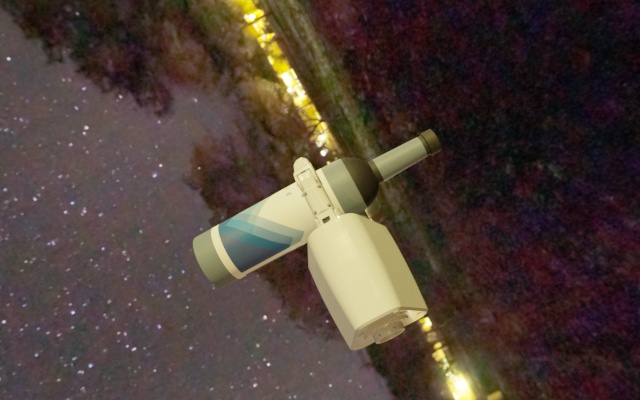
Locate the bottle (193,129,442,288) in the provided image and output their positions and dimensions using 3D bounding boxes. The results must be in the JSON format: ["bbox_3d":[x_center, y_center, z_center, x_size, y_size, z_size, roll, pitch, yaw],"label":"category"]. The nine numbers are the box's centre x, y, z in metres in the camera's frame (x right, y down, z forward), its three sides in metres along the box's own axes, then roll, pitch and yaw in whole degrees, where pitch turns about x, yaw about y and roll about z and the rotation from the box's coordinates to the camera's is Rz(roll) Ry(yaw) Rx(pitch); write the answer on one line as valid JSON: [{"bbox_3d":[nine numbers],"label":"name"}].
[{"bbox_3d":[0.000,0.002,0.543,0.296,0.069,0.069,-29,-2,3],"label":"bottle"}]
